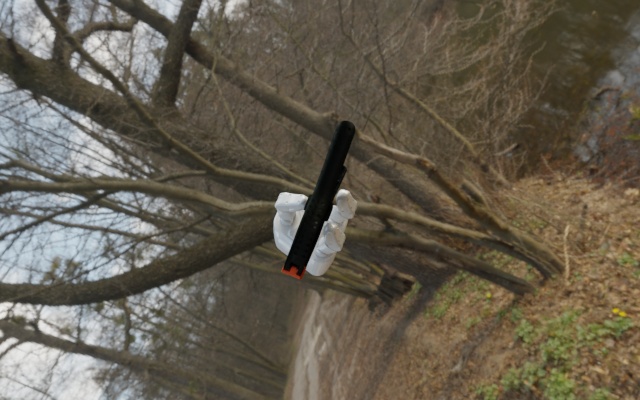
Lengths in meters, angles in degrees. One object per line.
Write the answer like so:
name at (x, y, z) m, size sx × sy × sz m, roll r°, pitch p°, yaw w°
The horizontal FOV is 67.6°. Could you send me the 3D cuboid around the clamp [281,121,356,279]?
clamp at (-0.001, 0.002, 0.651) m, size 0.036 × 0.210 × 0.165 m, roll 21°, pitch -23°, yaw 6°
